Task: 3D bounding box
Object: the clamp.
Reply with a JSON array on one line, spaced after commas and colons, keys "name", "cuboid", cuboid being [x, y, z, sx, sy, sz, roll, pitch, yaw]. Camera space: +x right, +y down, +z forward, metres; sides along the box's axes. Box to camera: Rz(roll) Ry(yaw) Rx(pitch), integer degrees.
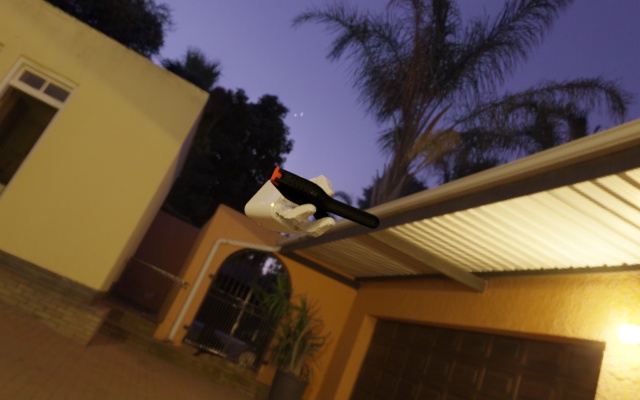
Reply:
[{"name": "clamp", "cuboid": [0.000, 0.002, 0.893, 0.164, 0.036, 0.210, -3, -31, 48]}]
